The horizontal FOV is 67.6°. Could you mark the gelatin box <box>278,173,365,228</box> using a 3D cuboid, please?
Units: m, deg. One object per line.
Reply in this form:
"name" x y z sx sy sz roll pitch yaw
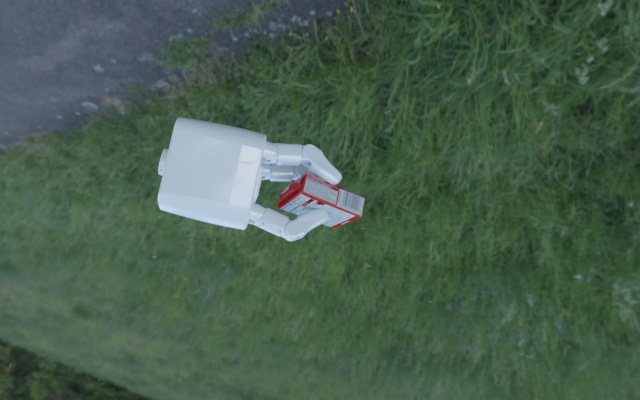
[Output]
"gelatin box" 0.000 0.003 0.608 0.089 0.030 0.073 22 -24 -20
